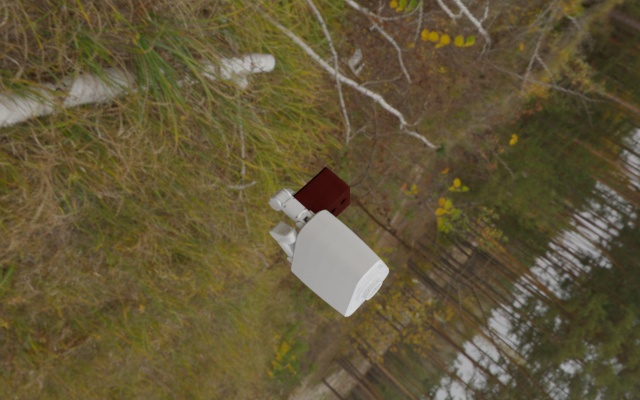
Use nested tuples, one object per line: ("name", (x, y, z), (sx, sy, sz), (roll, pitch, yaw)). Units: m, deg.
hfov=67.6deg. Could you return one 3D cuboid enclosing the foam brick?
("foam brick", (0.000, 0.002, 0.693), (0.051, 0.078, 0.053), (39, -21, 23))
